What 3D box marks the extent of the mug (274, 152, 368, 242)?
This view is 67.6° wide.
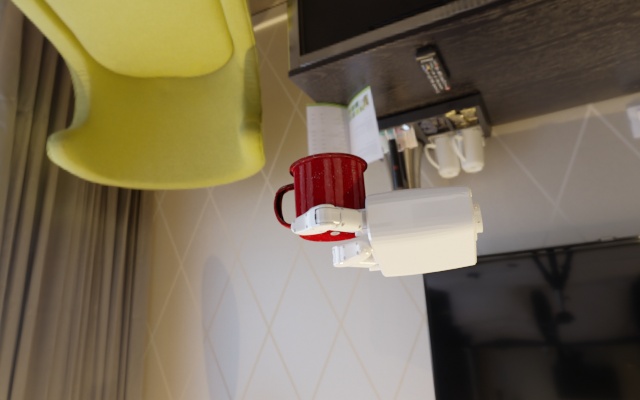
[{"bbox_3d":[-0.001,0.002,0.554,0.117,0.081,0.093,-9,-18,15],"label":"mug"}]
